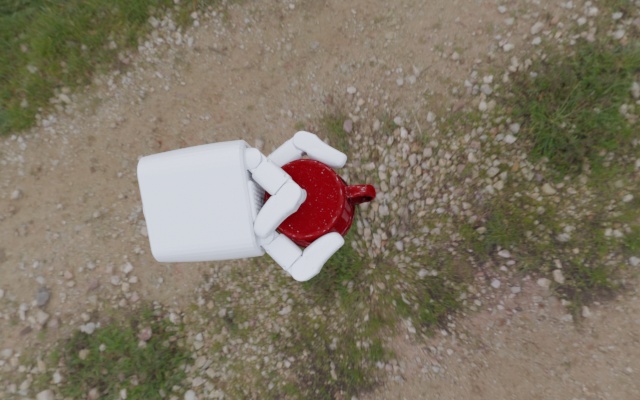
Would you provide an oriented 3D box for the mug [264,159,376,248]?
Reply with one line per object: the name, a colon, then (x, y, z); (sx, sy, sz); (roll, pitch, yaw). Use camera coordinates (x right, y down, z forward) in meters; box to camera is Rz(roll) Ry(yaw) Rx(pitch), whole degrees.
mug: (0.001, 0.001, 0.501); (0.117, 0.093, 0.081); (-8, -9, 6)
